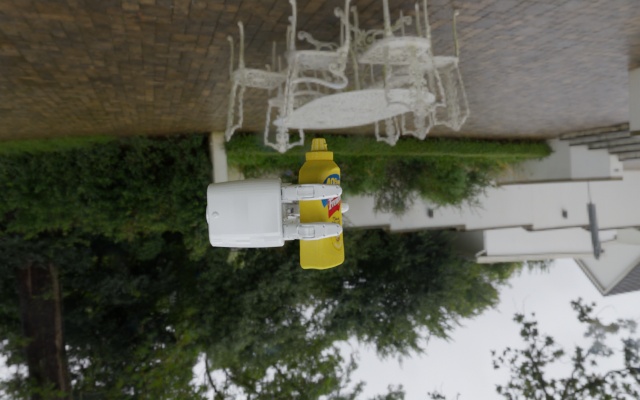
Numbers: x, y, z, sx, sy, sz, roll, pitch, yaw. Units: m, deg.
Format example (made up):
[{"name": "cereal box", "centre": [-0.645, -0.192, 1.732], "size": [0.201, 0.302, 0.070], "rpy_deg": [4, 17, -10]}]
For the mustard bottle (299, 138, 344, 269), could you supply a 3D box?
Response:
[{"name": "mustard bottle", "centre": [0.000, 0.003, 0.722], "size": [0.058, 0.191, 0.096], "rpy_deg": [-2, 1, 25]}]
